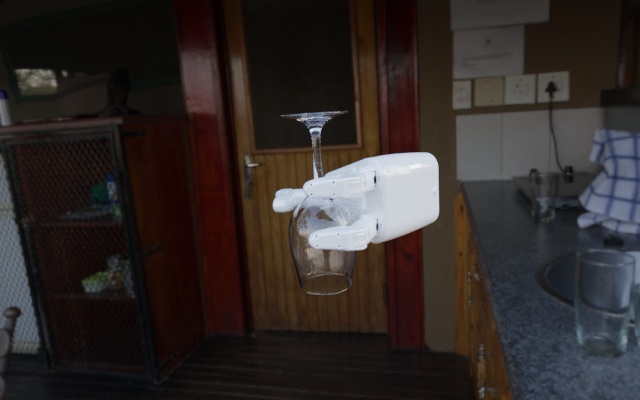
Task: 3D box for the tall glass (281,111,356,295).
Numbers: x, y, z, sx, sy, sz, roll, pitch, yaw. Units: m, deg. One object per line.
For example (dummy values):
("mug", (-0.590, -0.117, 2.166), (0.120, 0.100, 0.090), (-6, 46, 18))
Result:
("tall glass", (0.000, 0.001, 0.541), (0.079, 0.201, 0.079), (-3, 11, 1))
